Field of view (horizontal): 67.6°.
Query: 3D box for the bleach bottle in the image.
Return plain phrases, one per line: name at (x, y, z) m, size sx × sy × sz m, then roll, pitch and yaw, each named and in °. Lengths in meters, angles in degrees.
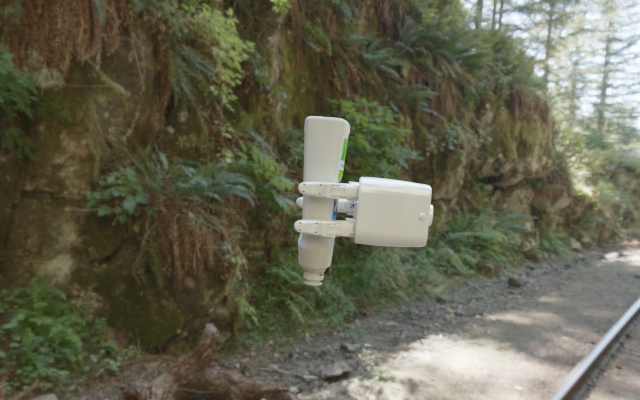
bleach bottle at (0.000, 0.002, 0.736) m, size 0.068 × 0.251 × 0.102 m, roll 5°, pitch 3°, yaw 6°
